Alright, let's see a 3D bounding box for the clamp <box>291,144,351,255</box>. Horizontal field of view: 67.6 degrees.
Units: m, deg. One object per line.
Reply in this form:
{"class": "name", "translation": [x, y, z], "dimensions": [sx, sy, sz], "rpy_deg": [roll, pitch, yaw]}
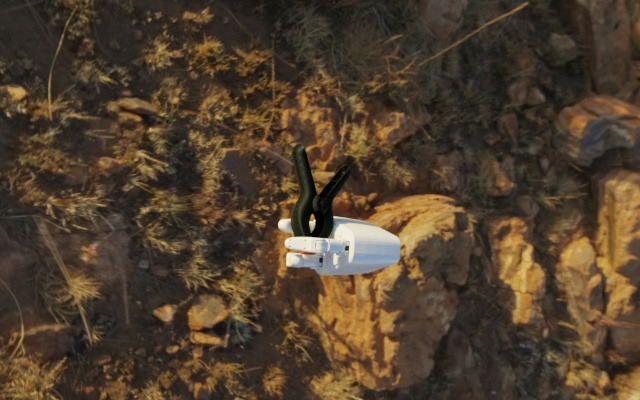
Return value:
{"class": "clamp", "translation": [0.000, 0.003, 0.767], "dimensions": [0.120, 0.171, 0.039], "rpy_deg": [7, -5, -34]}
